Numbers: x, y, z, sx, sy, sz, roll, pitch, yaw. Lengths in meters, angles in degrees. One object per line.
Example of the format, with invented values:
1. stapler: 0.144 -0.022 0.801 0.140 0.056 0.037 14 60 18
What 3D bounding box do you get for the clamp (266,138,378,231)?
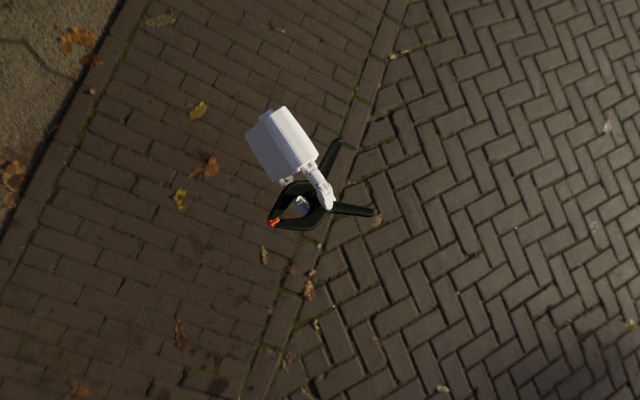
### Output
1. clamp: 0.000 0.003 0.888 0.210 0.164 0.036 -36 7 -18
